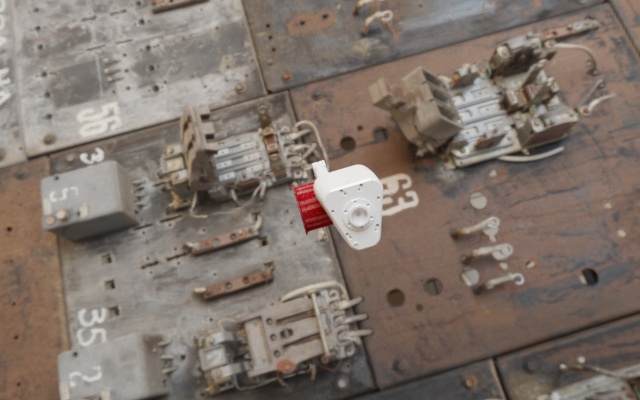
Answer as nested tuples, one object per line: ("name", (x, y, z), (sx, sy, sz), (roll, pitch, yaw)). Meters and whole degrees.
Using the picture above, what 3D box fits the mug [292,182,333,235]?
("mug", (0.000, 0.002, 0.861), (0.081, 0.093, 0.117), (-16, 17, -2))
